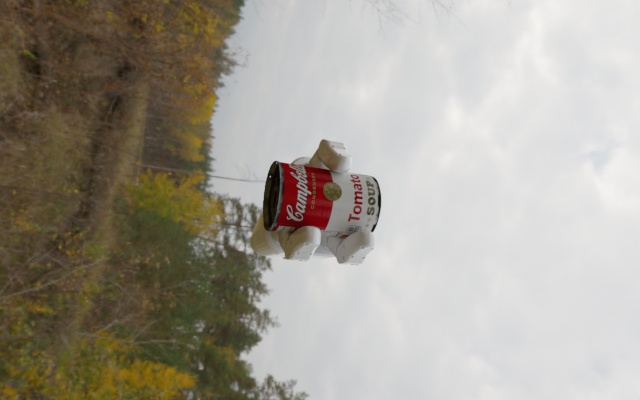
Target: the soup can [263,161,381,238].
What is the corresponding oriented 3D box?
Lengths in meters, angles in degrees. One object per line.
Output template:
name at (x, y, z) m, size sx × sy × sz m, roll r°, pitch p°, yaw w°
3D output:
soup can at (0.001, 0.001, 0.471) m, size 0.102 × 0.068 × 0.068 m, roll 7°, pitch -2°, yaw -18°
